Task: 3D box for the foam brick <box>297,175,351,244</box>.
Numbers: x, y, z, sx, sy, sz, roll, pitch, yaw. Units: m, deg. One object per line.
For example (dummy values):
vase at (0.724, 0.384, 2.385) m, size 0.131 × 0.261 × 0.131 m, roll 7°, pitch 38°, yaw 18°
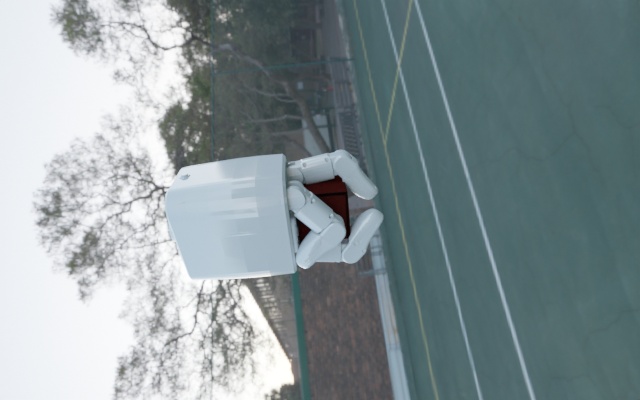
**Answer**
foam brick at (0.000, 0.002, 0.493) m, size 0.051 × 0.053 × 0.078 m, roll -6°, pitch 24°, yaw -1°
